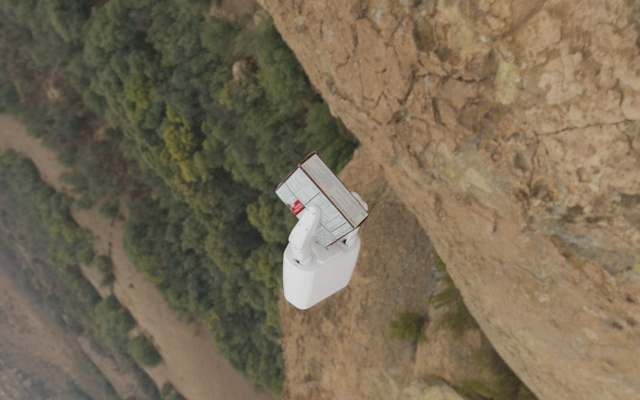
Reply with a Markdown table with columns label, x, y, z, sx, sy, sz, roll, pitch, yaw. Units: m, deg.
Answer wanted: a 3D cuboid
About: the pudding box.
| label | x | y | z | sx | sy | sz | roll | pitch | yaw |
| --- | --- | --- | --- | --- | --- | --- | --- | --- | --- |
| pudding box | 0.000 | 0.002 | 0.642 | 0.039 | 0.113 | 0.090 | -44 | 3 | -35 |
